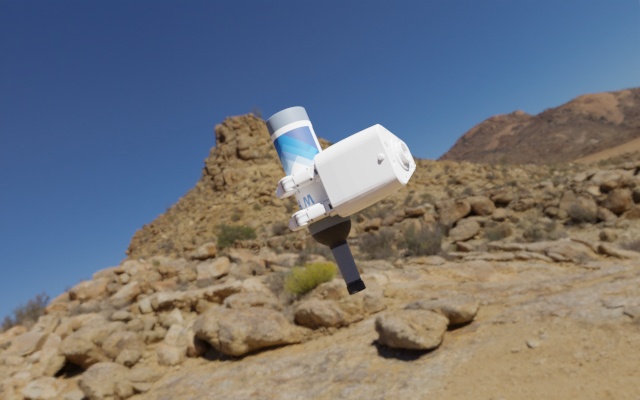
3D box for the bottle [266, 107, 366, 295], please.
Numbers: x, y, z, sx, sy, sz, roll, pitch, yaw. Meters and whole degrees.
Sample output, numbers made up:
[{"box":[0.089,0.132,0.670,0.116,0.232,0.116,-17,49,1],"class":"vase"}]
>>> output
[{"box":[0.000,0.002,0.735,0.069,0.295,0.069,-22,-8,-3],"class":"bottle"}]
